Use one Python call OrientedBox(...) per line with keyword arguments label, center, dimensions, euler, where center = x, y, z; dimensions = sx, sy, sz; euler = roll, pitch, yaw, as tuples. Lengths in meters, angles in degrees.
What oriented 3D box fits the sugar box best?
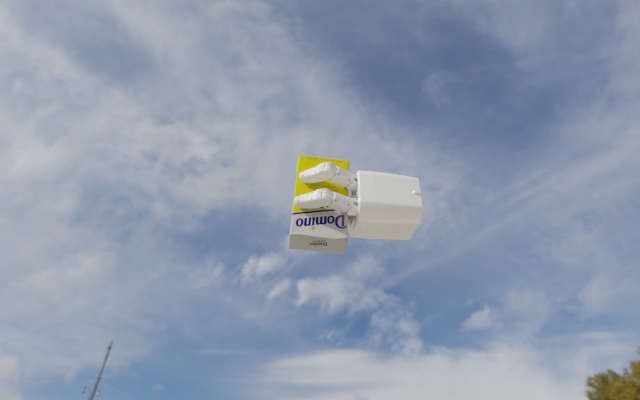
OrientedBox(label="sugar box", center=(0.000, 0.002, 0.800), dimensions=(0.093, 0.176, 0.048), euler=(5, -42, -3))
